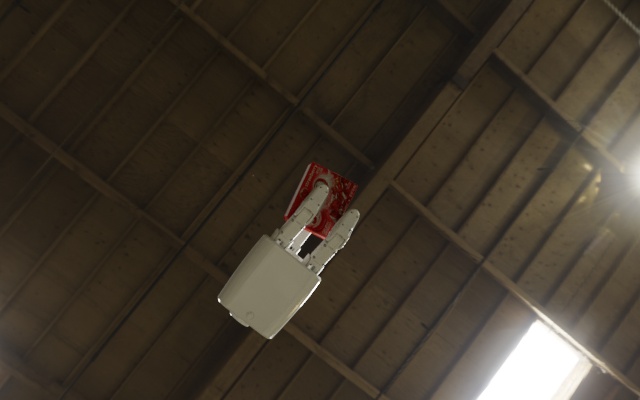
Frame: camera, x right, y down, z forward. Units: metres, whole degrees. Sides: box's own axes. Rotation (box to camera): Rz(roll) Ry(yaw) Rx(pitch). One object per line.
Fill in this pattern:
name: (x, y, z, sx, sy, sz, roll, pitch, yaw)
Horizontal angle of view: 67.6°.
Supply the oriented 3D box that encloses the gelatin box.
gelatin box: (0.000, 0.002, 0.663, 0.073, 0.089, 0.030, 27, -9, -10)
